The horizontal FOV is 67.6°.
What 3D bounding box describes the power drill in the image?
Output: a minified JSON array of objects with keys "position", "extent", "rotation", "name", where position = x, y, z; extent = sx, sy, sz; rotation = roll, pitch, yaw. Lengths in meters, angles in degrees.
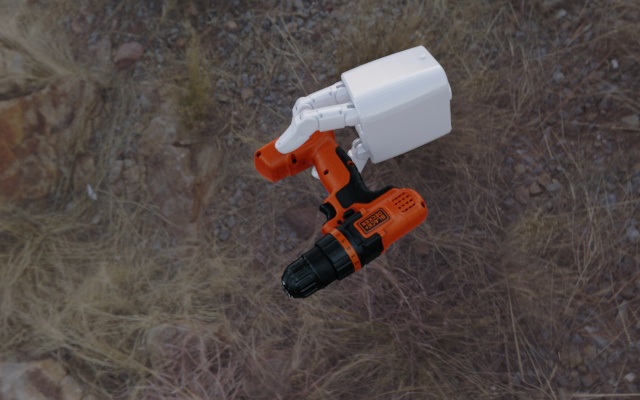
[{"position":[0.000,0.001,0.557],"extent":[0.184,0.187,0.057],"rotation":[-31,-27,-14],"name":"power drill"}]
